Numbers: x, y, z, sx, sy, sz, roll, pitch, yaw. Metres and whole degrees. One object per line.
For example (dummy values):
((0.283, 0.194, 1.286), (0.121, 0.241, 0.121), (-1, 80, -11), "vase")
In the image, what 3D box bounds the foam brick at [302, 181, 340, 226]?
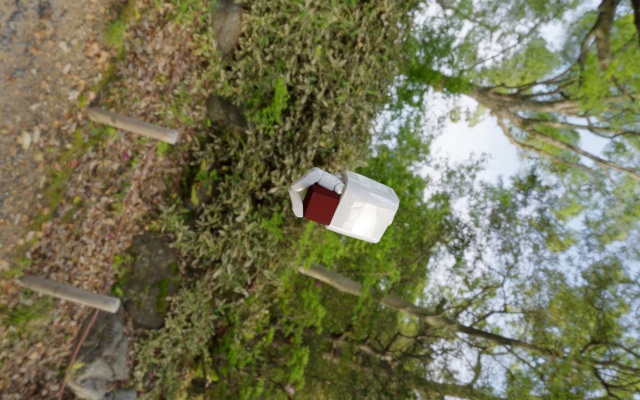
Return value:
((0.000, 0.003, 0.853), (0.051, 0.053, 0.078), (20, 17, -9), "foam brick")
